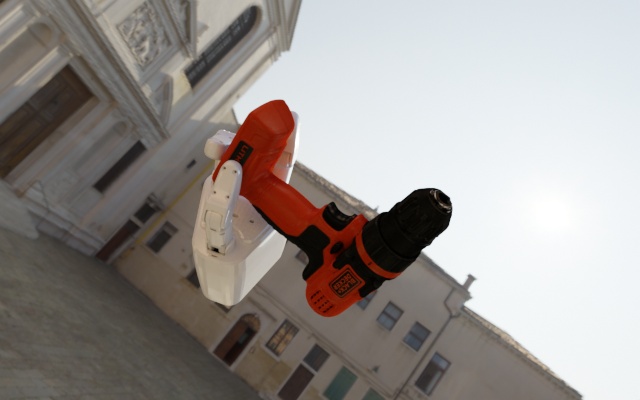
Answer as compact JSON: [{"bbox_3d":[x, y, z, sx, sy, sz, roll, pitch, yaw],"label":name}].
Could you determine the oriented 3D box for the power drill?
[{"bbox_3d":[0.000,0.001,0.427,0.184,0.187,0.057,-48,-8,39],"label":"power drill"}]
